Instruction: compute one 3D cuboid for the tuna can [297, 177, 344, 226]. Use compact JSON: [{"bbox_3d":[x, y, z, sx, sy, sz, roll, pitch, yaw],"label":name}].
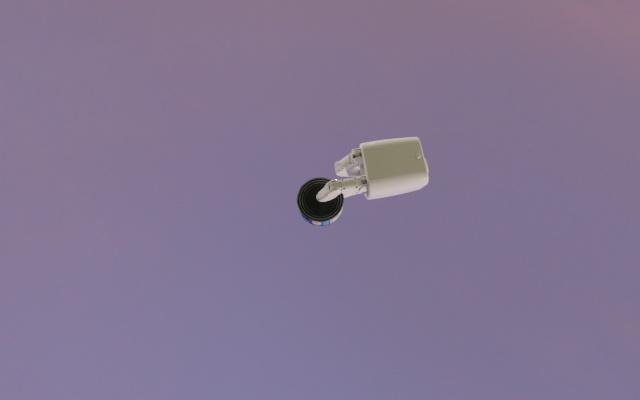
[{"bbox_3d":[0.000,0.003,0.882,0.086,0.086,0.034,0,-20,1],"label":"tuna can"}]
